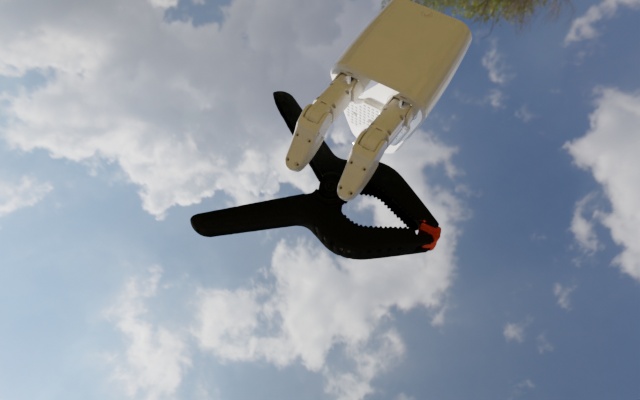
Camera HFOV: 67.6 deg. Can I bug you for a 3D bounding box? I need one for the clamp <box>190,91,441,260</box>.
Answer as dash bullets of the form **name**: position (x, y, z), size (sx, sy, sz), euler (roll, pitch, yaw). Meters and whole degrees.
- **clamp**: position (0.001, 0.002, 0.426), size (0.210, 0.164, 0.036), euler (30, -20, 16)
